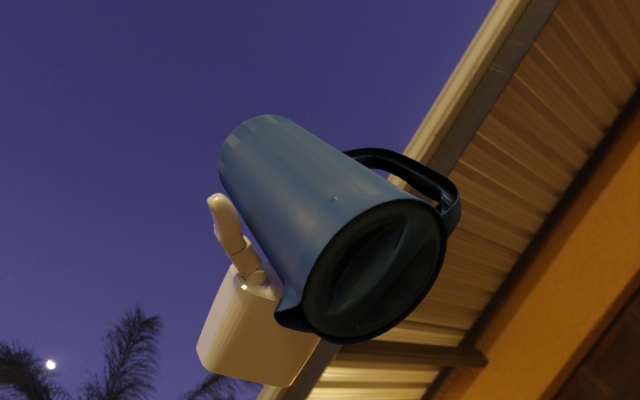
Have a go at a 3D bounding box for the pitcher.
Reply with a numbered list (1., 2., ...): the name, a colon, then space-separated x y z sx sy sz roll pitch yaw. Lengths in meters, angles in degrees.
1. pitcher: 0.000 0.002 0.452 0.149 0.145 0.242 11 21 -37
